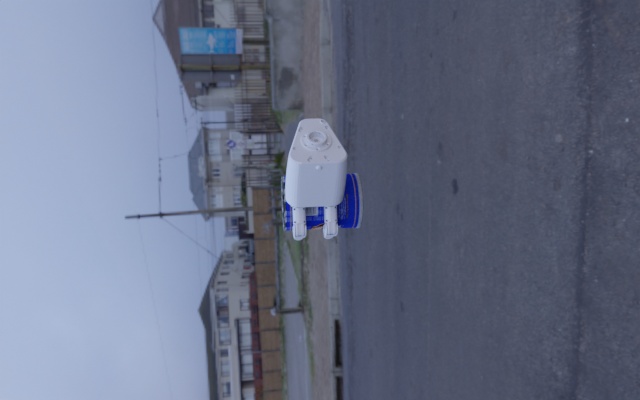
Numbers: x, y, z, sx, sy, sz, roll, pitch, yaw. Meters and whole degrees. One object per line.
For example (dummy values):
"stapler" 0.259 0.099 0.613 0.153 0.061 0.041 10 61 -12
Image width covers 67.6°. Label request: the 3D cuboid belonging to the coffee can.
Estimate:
"coffee can" 0.000 0.003 0.880 0.140 0.103 0.103 -2 0 -7
